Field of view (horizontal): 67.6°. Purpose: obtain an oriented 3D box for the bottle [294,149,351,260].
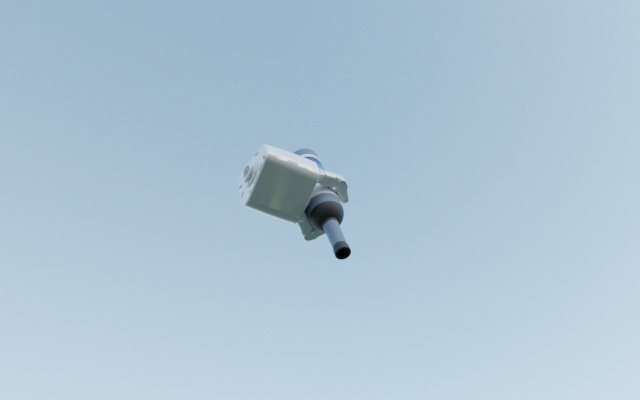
[{"bbox_3d":[0.000,0.003,0.887,0.069,0.069,0.295,0,34,-18],"label":"bottle"}]
